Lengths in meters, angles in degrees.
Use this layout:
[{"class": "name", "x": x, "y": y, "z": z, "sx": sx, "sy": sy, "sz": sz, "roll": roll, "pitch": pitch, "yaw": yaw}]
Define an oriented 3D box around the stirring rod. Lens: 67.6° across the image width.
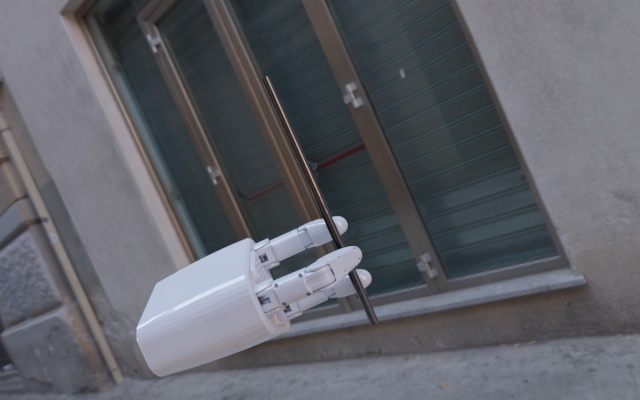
[{"class": "stirring rod", "x": 0.000, "y": 0.002, "z": 0.428, "sx": 0.011, "sy": 0.239, "sz": 0.011, "roll": -24, "pitch": 2, "yaw": 1}]
